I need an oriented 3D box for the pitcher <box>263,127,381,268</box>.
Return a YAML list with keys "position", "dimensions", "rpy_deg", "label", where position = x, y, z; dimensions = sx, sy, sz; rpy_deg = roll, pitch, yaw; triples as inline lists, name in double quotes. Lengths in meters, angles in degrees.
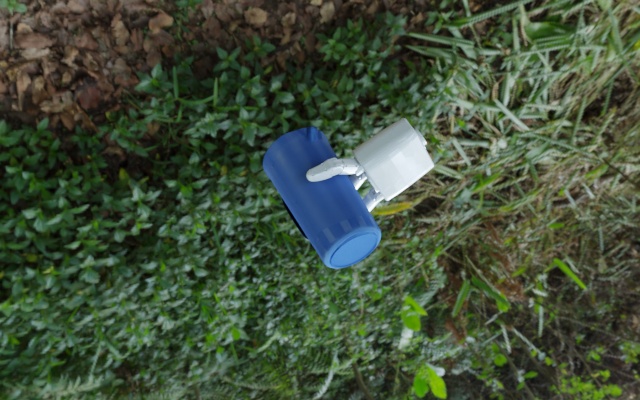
- position: [0.000, 0.003, 0.849]
  dimensions: [0.145, 0.242, 0.149]
  rpy_deg: [-34, -32, 5]
  label: "pitcher"
